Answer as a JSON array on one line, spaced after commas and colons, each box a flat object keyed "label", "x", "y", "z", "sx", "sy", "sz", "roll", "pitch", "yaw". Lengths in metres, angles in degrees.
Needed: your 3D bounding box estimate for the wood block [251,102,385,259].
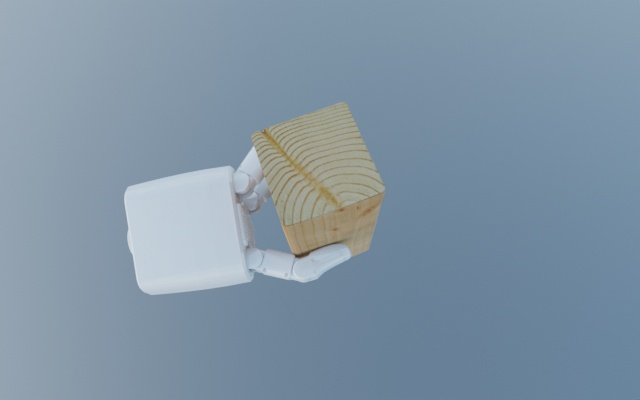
[{"label": "wood block", "x": 0.000, "y": 0.002, "z": 0.488, "sx": 0.090, "sy": 0.090, "sz": 0.206, "roll": -20, "pitch": -18, "yaw": -5}]
